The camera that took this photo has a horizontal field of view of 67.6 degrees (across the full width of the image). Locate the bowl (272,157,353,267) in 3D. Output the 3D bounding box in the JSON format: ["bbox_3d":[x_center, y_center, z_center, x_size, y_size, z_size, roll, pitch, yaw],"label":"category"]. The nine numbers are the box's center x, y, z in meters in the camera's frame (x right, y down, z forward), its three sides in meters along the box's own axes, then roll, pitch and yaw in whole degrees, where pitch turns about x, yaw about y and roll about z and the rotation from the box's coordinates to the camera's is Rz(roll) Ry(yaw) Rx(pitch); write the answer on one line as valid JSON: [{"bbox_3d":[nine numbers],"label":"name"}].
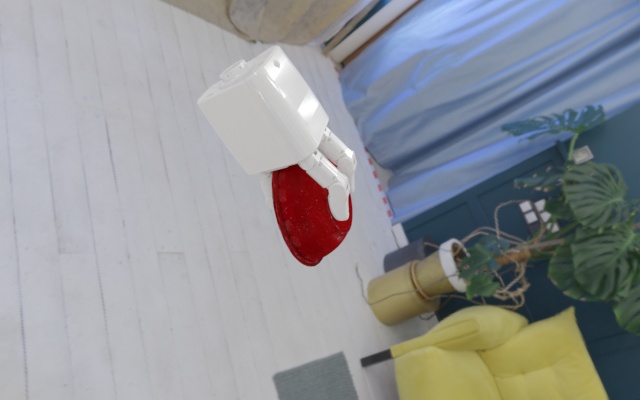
[{"bbox_3d":[0.001,0.003,0.618,0.055,0.162,0.162,-11,-4,22],"label":"bowl"}]
